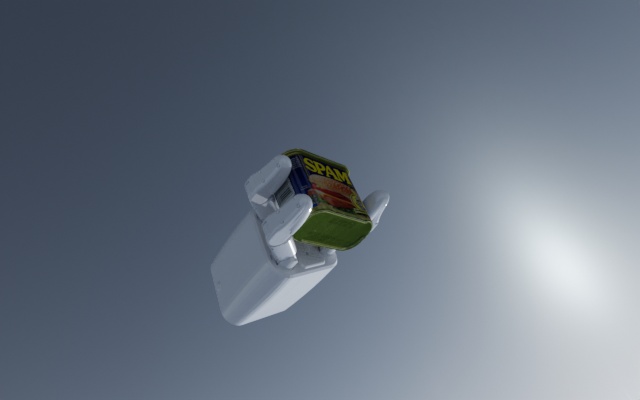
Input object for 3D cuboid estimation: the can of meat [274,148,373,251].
[{"bbox_3d":[0.000,0.002,0.509,0.102,0.084,0.057,17,-52,-42],"label":"can of meat"}]
